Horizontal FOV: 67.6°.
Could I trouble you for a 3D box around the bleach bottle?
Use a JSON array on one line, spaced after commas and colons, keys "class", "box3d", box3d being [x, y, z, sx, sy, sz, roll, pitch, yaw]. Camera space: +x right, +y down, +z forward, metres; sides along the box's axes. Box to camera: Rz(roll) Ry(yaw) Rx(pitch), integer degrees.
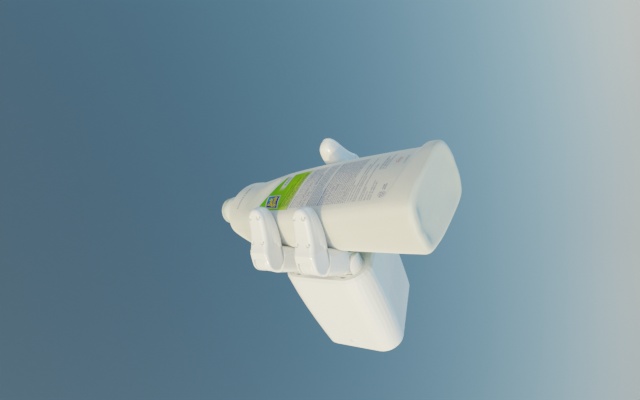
[{"class": "bleach bottle", "box3d": [0.000, 0.002, 0.470, 0.251, 0.068, 0.102, -3, 37, 39]}]
